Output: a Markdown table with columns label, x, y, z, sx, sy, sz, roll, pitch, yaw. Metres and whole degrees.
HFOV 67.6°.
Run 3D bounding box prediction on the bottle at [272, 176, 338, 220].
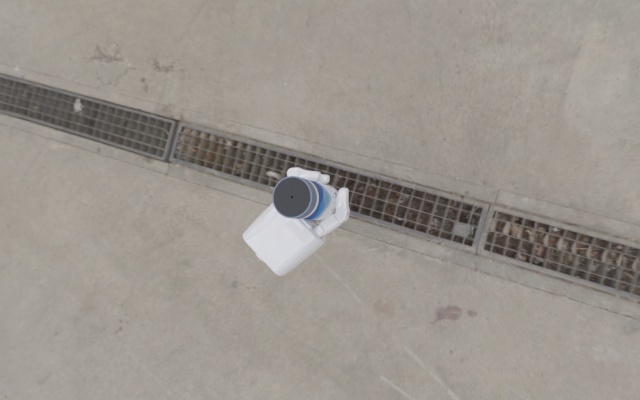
| label | x | y | z | sx | sy | sz | roll | pitch | yaw |
| --- | --- | --- | --- | --- | --- | --- | --- | --- | --- |
| bottle | 0.000 | 0.003 | 0.878 | 0.069 | 0.069 | 0.296 | 0 | -3 | 18 |
